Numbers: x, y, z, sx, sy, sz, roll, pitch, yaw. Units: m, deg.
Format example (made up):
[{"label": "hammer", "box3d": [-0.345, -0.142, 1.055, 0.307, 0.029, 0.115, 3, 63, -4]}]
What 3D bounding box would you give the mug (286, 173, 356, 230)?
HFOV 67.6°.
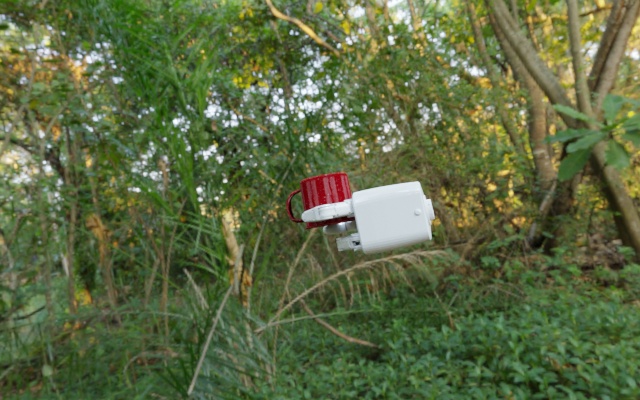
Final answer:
[{"label": "mug", "box3d": [-0.001, 0.003, 0.797, 0.117, 0.081, 0.093, -11, -3, 10]}]
